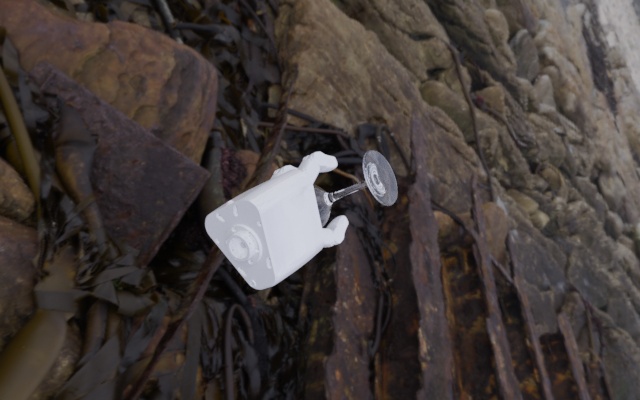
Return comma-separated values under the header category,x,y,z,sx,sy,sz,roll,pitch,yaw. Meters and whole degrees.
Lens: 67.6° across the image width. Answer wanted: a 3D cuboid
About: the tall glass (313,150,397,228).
category,x,y,z,sx,sy,sz,roll,pitch,yaw
tall glass,0.001,0.002,0.653,0.201,0.079,0.079,-22,-13,35
